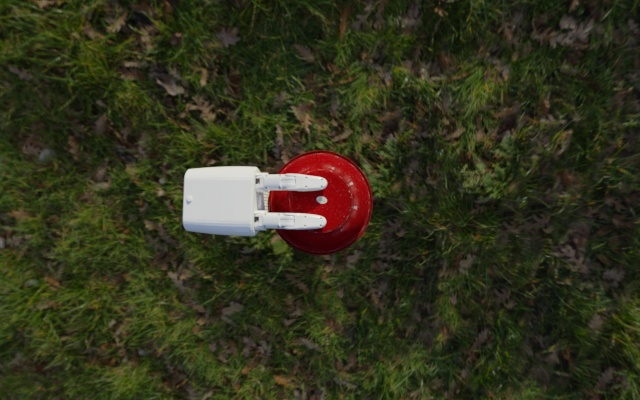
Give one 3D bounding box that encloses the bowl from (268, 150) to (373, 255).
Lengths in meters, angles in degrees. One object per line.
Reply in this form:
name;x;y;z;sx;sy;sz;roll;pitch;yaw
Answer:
bowl;0.001;0.002;0.708;0.162;0.162;0.055;0;-2;0
